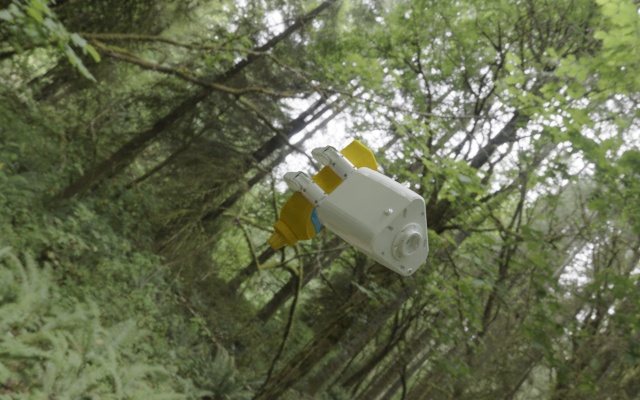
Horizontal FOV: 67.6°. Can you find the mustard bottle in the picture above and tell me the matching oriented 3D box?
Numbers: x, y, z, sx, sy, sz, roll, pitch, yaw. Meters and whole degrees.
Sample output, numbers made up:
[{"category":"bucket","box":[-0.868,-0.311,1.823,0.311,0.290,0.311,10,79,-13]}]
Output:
[{"category":"mustard bottle","box":[0.000,0.002,0.695,0.058,0.191,0.096,41,-15,24]}]
